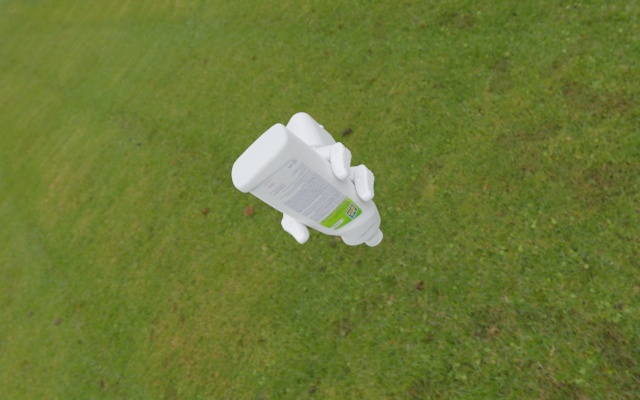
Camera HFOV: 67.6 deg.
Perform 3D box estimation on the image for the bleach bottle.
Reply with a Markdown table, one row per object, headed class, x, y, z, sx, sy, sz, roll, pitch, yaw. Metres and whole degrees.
| class | x | y | z | sx | sy | sz | roll | pitch | yaw |
| --- | --- | --- | --- | --- | --- | --- | --- | --- | --- |
| bleach bottle | 0.000 | 0.002 | 0.683 | 0.251 | 0.102 | 0.068 | 38 | 18 | -36 |
